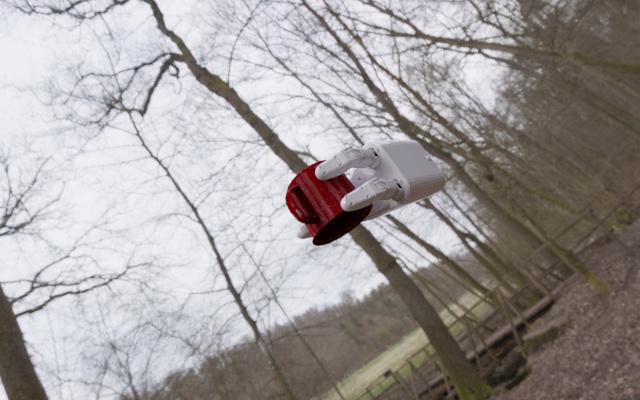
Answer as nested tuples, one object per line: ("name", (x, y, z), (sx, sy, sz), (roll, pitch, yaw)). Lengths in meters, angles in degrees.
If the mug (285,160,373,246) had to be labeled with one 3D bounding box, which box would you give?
("mug", (-0.001, 0.002, 0.623), (0.117, 0.081, 0.093), (-11, -31, -47))
